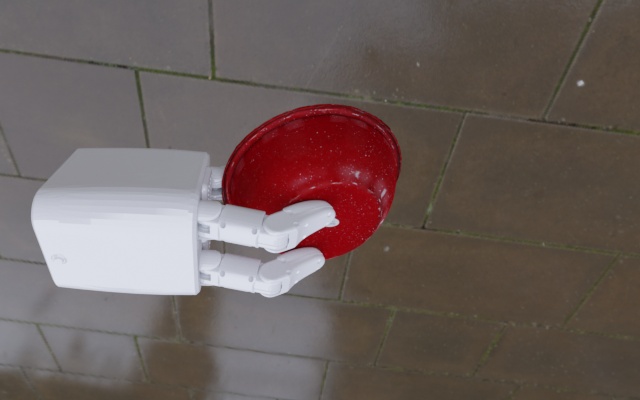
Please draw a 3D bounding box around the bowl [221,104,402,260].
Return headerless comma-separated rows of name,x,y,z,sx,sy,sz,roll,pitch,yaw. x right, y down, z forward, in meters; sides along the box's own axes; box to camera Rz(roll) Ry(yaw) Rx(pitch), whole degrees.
bowl,0.001,0.001,0.404,0.162,0.162,0.055,0,44,-19
